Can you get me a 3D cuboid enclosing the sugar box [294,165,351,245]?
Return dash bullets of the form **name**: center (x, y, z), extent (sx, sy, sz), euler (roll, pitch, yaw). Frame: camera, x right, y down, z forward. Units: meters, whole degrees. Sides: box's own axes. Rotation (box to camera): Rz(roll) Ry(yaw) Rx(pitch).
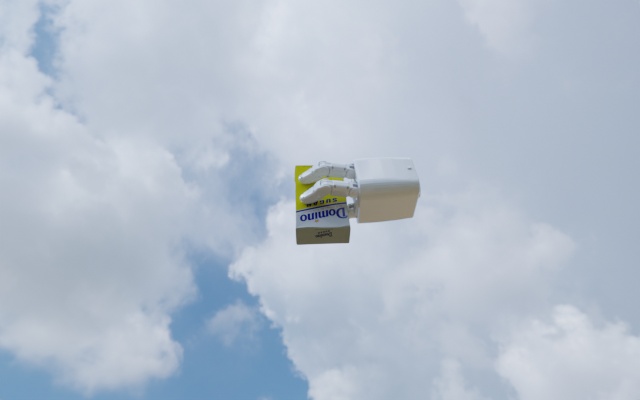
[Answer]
- **sugar box**: center (0.000, 0.002, 0.857), extent (0.093, 0.048, 0.176), euler (-2, 38, -3)
